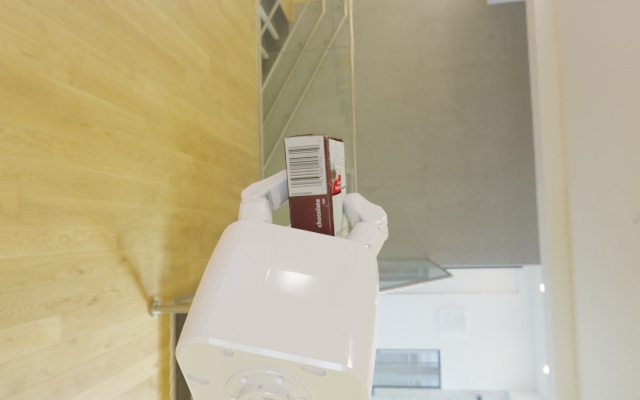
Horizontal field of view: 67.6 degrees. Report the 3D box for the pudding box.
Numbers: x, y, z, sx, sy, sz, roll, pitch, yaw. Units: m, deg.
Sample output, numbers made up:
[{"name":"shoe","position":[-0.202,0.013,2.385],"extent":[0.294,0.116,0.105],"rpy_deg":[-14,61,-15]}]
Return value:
[{"name":"pudding box","position":[0.000,0.001,0.411],"extent":[0.039,0.113,0.090],"rpy_deg":[-1,5,10]}]
